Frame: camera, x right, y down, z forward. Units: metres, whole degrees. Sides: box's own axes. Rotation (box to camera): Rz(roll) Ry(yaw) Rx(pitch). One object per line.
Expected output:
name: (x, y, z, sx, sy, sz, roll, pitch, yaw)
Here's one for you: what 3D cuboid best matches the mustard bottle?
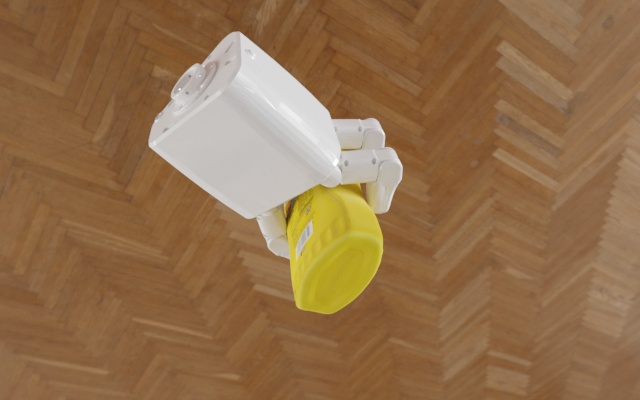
mustard bottle: (0.000, 0.002, 0.440, 0.058, 0.096, 0.191, 14, 34, -21)
